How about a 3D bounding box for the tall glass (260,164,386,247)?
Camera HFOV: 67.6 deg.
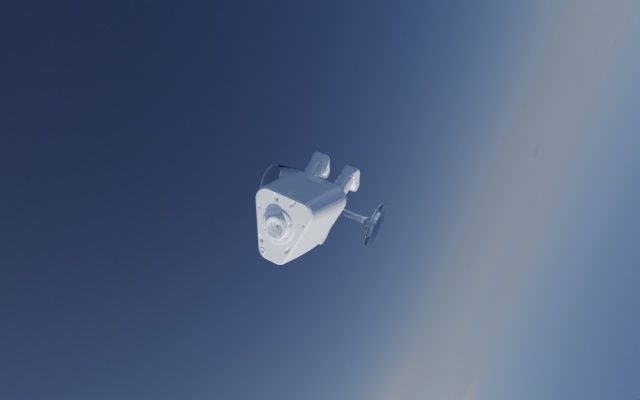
[{"bbox_3d":[0.001,0.003,0.780,0.201,0.079,0.079,23,8,21],"label":"tall glass"}]
